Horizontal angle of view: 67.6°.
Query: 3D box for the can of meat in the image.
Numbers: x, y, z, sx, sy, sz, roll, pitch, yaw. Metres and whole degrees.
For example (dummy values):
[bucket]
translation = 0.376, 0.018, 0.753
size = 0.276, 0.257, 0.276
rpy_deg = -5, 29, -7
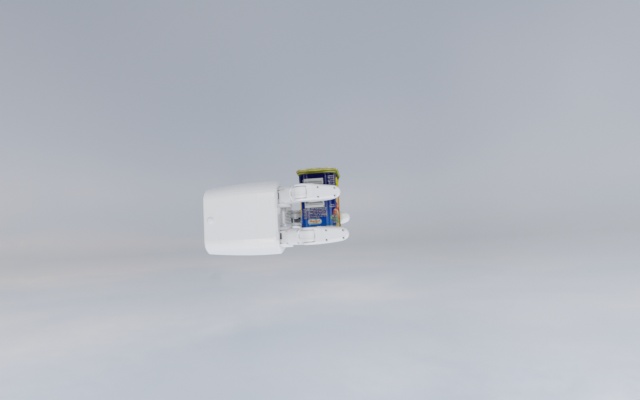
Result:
[can of meat]
translation = 0.000, 0.003, 0.680
size = 0.057, 0.084, 0.102
rpy_deg = -3, -5, 5
